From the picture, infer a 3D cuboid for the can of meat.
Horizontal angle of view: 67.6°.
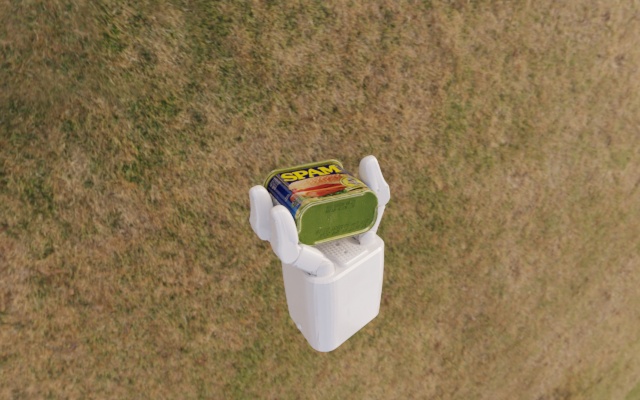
[{"bbox_3d":[0.000,0.002,0.515,0.102,0.057,0.084,-12,30,-25],"label":"can of meat"}]
